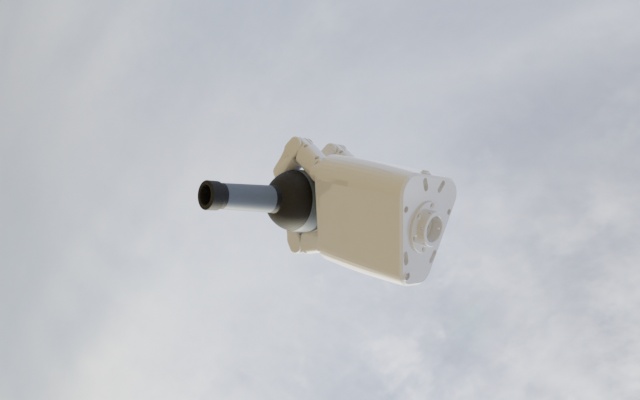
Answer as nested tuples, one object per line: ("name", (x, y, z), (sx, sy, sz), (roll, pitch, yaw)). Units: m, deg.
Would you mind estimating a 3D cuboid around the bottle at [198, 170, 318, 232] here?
("bottle", (0.000, 0.002, 0.534), (0.296, 0.069, 0.069), (4, -3, -45))
